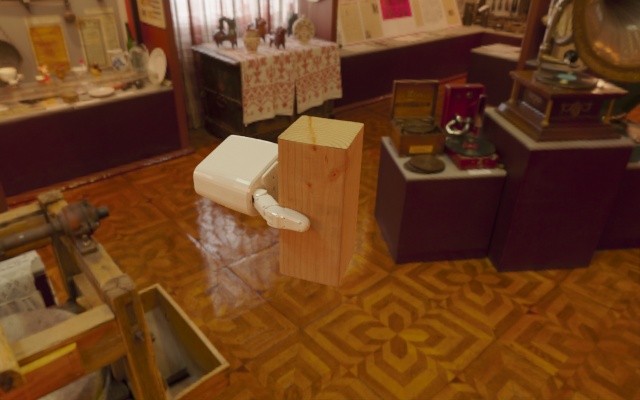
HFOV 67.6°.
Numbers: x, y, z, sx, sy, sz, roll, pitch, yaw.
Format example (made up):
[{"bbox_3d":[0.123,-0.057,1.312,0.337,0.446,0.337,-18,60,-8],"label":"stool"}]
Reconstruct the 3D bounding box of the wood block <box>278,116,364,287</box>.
[{"bbox_3d":[0.000,0.002,0.649,0.090,0.206,0.090,11,31,16],"label":"wood block"}]
